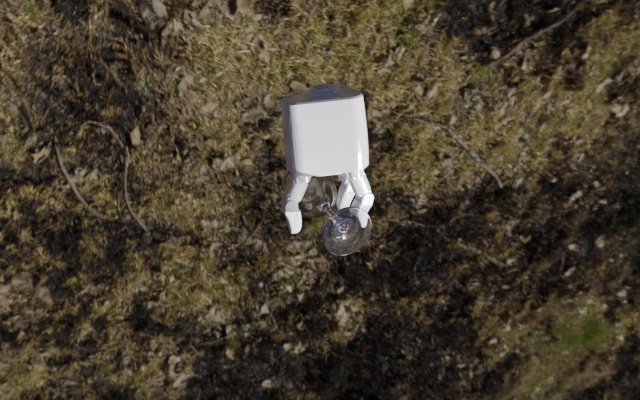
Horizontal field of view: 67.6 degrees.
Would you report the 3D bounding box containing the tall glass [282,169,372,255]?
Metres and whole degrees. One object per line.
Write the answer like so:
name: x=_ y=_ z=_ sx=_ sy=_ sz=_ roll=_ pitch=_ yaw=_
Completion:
tall glass: x=0.000 y=0.003 z=0.731 sx=0.079 sy=0.079 sz=0.201 roll=0 pitch=23 yaw=-24
